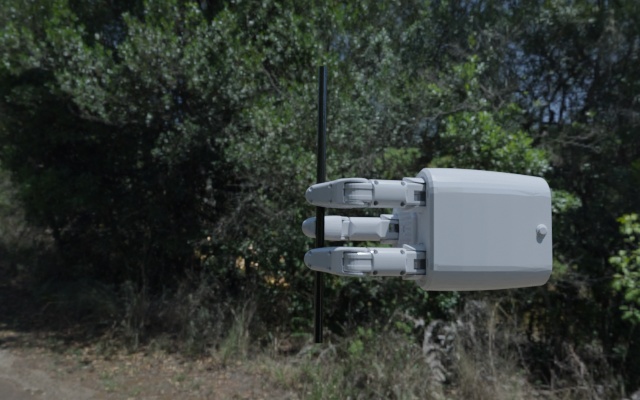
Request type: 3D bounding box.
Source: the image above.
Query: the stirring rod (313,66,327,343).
[{"bbox_3d":[0.000,0.001,0.417,0.011,0.239,0.011,1,-4,0],"label":"stirring rod"}]
